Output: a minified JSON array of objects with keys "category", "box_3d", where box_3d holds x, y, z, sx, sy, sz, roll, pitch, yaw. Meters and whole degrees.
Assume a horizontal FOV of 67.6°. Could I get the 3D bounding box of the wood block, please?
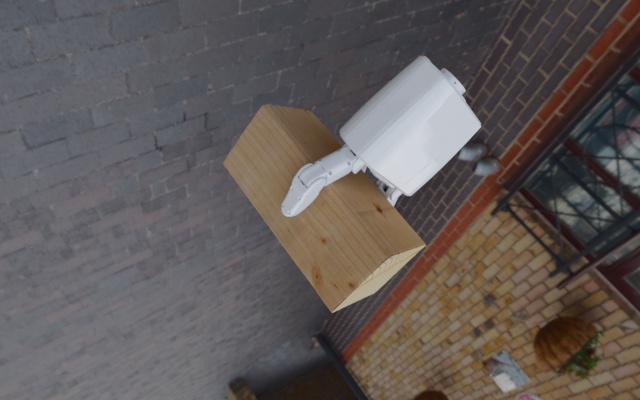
[{"category":"wood block","box_3d":[0.000,0.002,0.513,0.090,0.206,0.091,-49,-23,27]}]
